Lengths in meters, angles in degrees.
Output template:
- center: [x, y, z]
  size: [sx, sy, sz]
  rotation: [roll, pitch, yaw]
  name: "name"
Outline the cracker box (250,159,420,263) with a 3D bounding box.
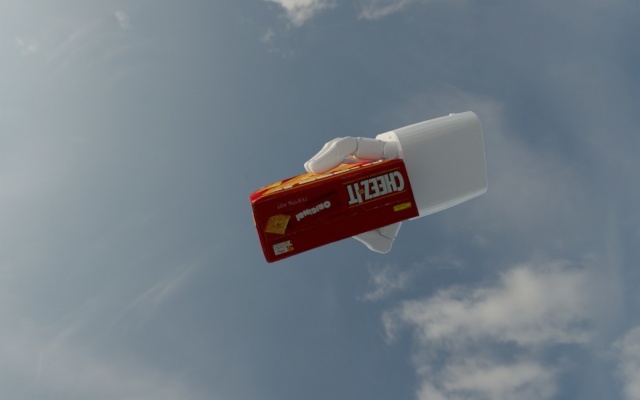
- center: [0.000, 0.002, 0.576]
  size: [0.164, 0.072, 0.213]
  rotation: [-17, 5, -8]
  name: "cracker box"
